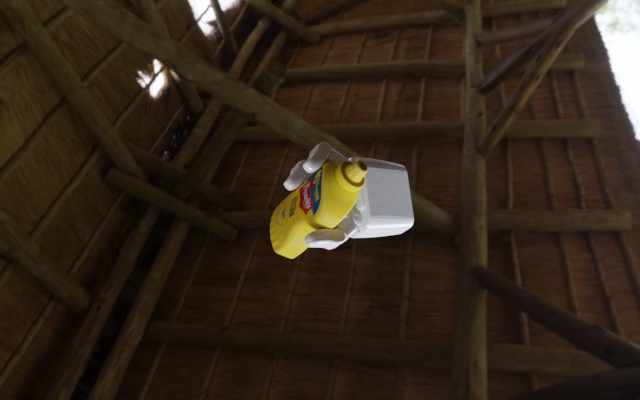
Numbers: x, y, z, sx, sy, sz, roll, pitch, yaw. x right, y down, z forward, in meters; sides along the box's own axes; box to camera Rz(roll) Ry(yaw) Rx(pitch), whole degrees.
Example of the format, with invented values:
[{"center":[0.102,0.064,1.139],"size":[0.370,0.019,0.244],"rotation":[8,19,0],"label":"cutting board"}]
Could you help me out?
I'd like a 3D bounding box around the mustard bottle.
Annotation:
[{"center":[0.000,0.002,0.669],"size":[0.058,0.096,0.192],"rotation":[26,-43,-24],"label":"mustard bottle"}]
